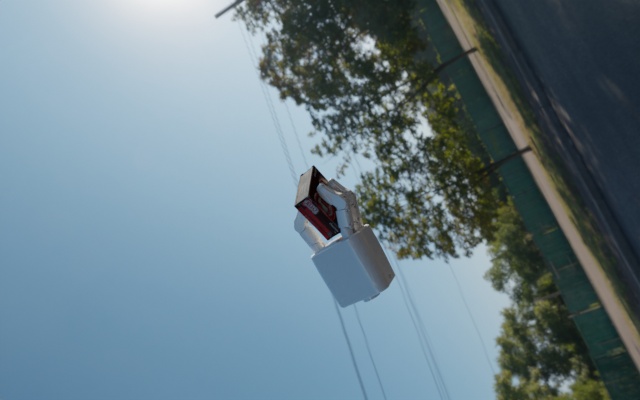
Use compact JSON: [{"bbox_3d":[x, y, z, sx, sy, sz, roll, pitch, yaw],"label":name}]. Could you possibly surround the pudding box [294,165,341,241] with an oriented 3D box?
[{"bbox_3d":[0.000,0.003,0.832,0.039,0.090,0.113,-34,24,19],"label":"pudding box"}]
